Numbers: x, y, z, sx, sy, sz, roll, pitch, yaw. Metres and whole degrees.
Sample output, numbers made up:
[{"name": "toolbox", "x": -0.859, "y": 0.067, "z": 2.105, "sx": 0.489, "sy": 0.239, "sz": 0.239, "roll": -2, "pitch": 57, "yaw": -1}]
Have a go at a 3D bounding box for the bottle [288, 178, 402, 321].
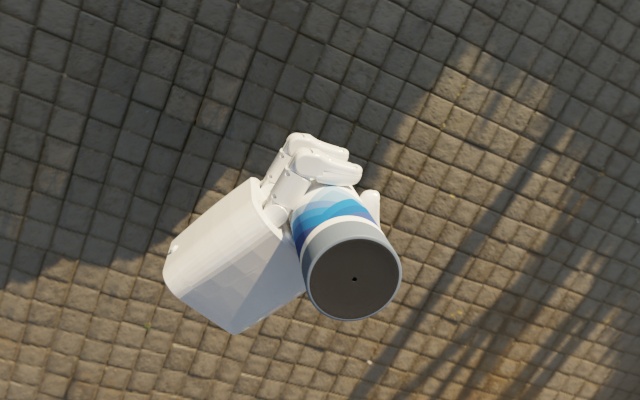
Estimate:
[{"name": "bottle", "x": 0.000, "y": 0.002, "z": 0.456, "sx": 0.069, "sy": 0.069, "sz": 0.295, "roll": 0, "pitch": 21, "yaw": -10}]
